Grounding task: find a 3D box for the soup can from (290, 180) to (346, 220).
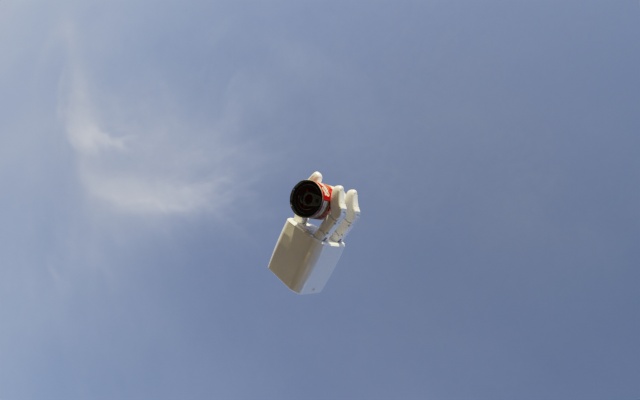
[{"bbox_3d":[0.000,0.002,0.874,0.068,0.068,0.102,0,-7,31],"label":"soup can"}]
